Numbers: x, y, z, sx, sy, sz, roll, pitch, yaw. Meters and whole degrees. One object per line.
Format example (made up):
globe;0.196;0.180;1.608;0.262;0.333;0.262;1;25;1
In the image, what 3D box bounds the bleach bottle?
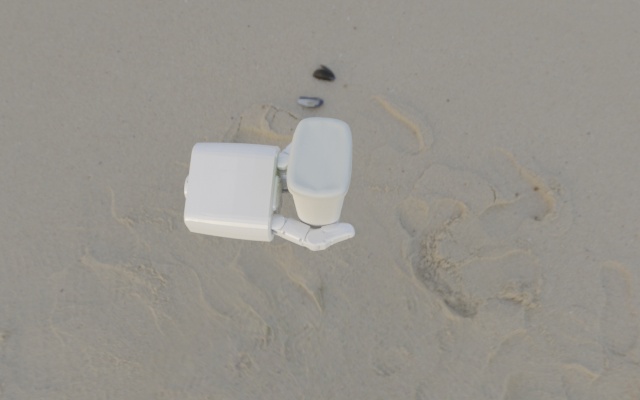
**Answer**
bleach bottle;0.000;0.002;0.616;0.068;0.102;0.251;5;-25;2
